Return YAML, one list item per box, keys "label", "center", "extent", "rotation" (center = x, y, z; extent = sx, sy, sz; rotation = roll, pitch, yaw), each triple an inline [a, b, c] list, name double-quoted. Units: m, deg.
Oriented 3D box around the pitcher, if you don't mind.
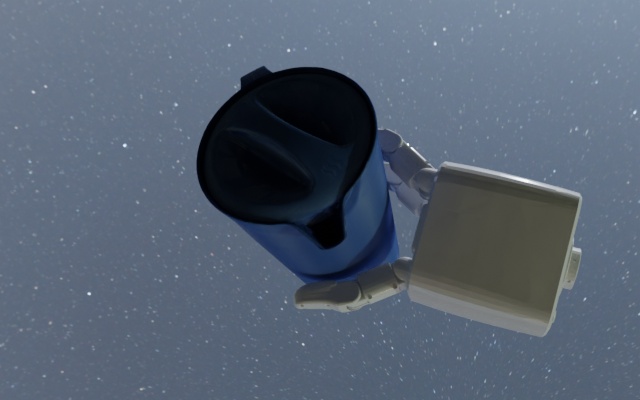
- label: "pitcher"
  center: [0.000, 0.002, 0.435]
  extent: [0.145, 0.149, 0.243]
  rotation: [12, -23, 22]
